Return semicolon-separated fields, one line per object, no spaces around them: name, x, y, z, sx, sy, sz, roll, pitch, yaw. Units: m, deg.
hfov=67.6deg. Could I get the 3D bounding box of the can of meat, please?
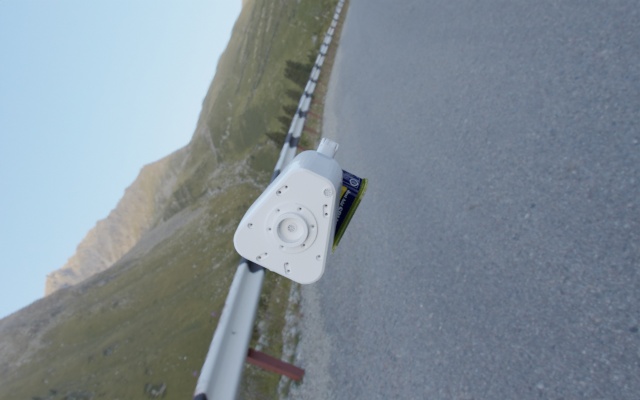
can of meat;0.000;0.002;0.601;0.084;0.102;0.057;25;18;-3
